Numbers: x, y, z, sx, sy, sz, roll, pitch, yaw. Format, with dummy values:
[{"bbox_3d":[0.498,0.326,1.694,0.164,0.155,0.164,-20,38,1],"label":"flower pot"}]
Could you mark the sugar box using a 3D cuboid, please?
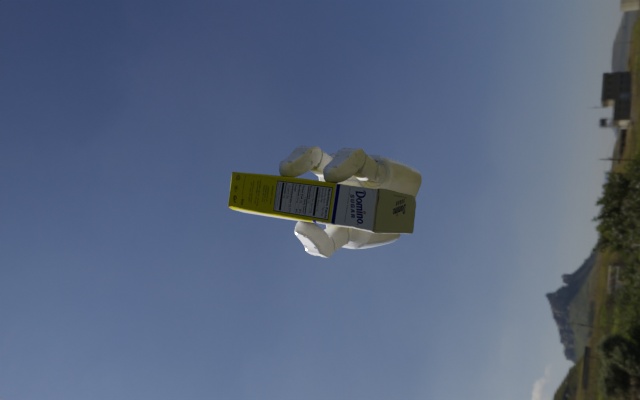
[{"bbox_3d":[0.000,0.001,0.494,0.176,0.048,0.093,5,-1,32],"label":"sugar box"}]
